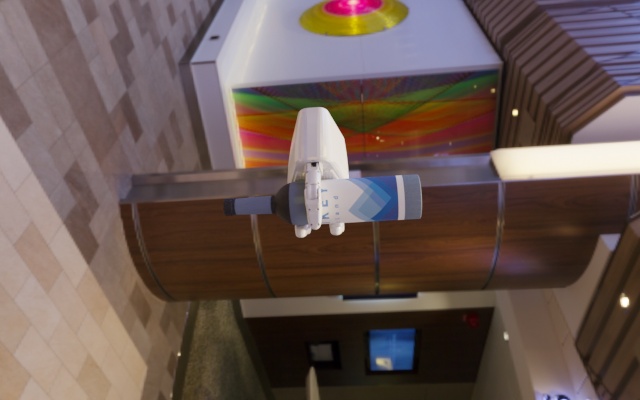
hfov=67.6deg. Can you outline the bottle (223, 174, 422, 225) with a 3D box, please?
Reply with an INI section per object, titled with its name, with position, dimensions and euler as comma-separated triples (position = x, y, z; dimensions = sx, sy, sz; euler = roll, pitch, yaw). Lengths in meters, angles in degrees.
[bottle]
position = 0.000, 0.002, 0.723
dimensions = 0.296, 0.069, 0.069
euler = -3, 0, 5
